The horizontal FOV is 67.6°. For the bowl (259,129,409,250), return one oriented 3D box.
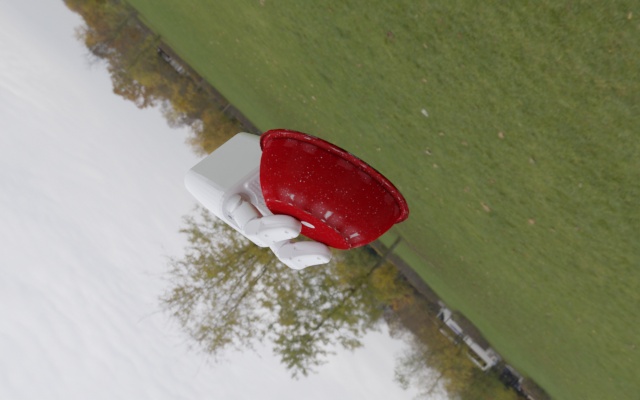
[{"bbox_3d":[0.001,0.002,0.457,0.162,0.055,0.162,26,-17,8],"label":"bowl"}]
